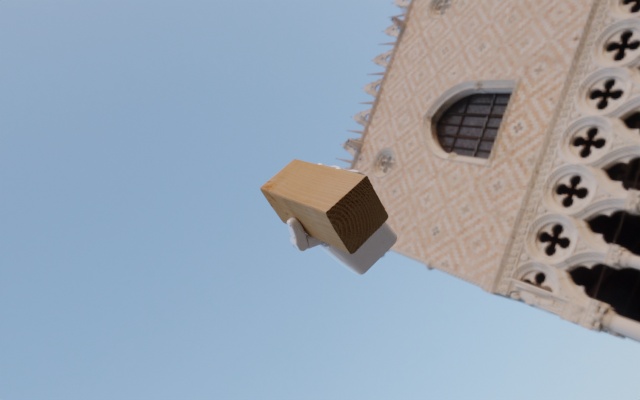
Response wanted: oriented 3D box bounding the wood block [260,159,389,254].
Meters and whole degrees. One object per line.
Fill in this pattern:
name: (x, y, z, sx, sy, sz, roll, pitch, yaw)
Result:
wood block: (0.000, 0.003, 0.791, 0.091, 0.090, 0.206, -43, 31, -19)
